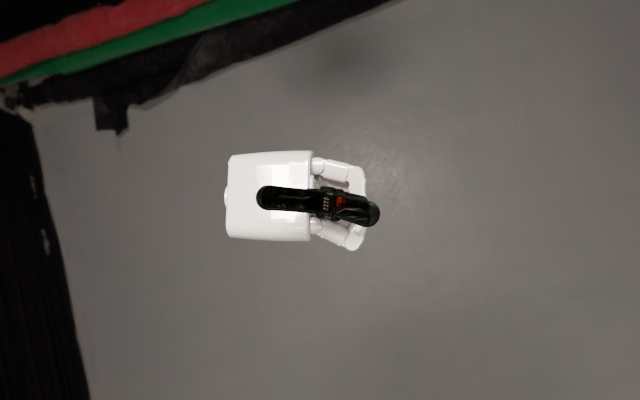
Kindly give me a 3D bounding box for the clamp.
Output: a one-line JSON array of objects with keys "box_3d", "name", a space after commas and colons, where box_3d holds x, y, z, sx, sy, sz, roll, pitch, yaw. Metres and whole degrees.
[{"box_3d": [0.000, 0.001, 0.520, 0.120, 0.039, 0.171, 15, 1, 2], "name": "clamp"}]
